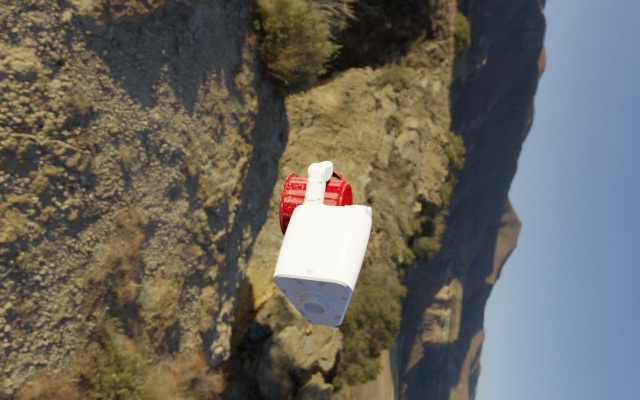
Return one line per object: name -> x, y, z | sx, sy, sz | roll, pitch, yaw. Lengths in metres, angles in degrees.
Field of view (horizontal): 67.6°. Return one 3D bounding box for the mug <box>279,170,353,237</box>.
mug -> 0.001, 0.001, 0.666 | 0.081, 0.117, 0.093 | 4, -41, 16
